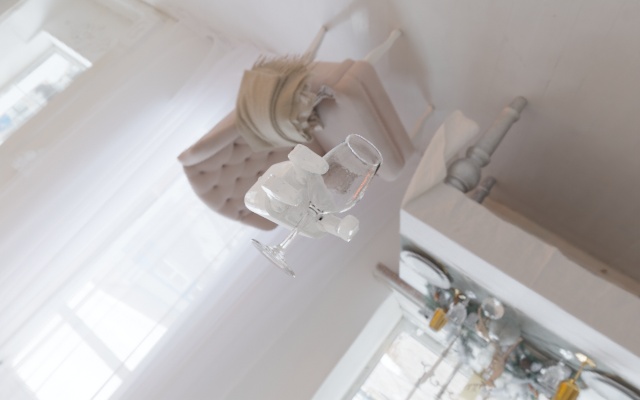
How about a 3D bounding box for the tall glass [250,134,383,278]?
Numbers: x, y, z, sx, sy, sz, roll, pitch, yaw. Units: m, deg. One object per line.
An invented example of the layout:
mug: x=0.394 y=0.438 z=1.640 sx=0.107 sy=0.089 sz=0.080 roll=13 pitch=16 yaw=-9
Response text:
tall glass: x=0.000 y=0.003 z=0.639 sx=0.079 sy=0.201 sz=0.079 roll=37 pitch=-17 yaw=13
